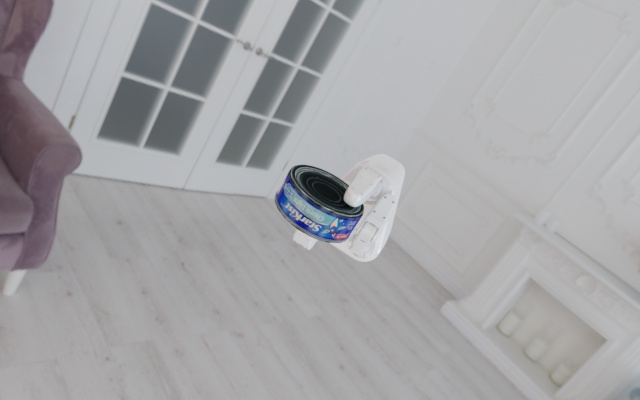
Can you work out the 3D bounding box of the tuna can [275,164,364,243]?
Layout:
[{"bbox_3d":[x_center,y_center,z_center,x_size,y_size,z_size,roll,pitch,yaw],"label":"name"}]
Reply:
[{"bbox_3d":[0.000,0.001,0.473,0.086,0.034,0.086,25,25,-13],"label":"tuna can"}]
